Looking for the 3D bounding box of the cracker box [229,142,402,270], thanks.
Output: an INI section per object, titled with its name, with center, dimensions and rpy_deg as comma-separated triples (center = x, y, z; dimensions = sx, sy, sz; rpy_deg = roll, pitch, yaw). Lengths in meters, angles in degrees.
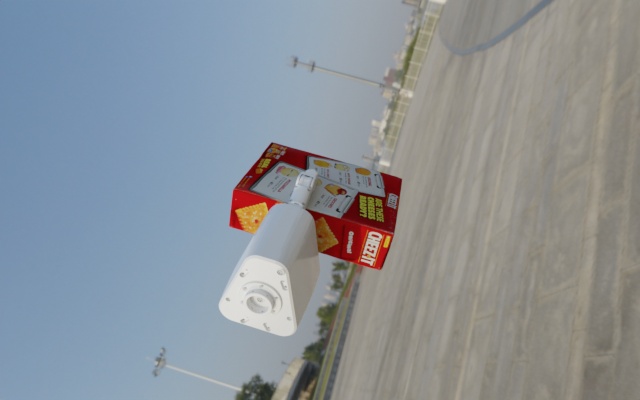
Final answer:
[cracker box]
center = 0.000, 0.002, 0.683
dimensions = 0.213, 0.072, 0.164
rpy_deg = 16, 31, 5
